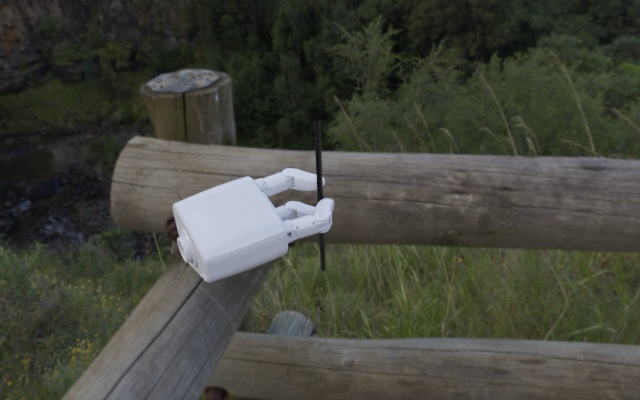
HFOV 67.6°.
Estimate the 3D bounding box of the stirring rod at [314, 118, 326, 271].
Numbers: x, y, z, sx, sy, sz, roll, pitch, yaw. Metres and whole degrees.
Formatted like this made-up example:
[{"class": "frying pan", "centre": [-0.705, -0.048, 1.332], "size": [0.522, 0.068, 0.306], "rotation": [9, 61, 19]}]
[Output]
[{"class": "stirring rod", "centre": [0.000, 0.002, 0.649], "size": [0.011, 0.240, 0.011], "rotation": [-2, 33, 1]}]
